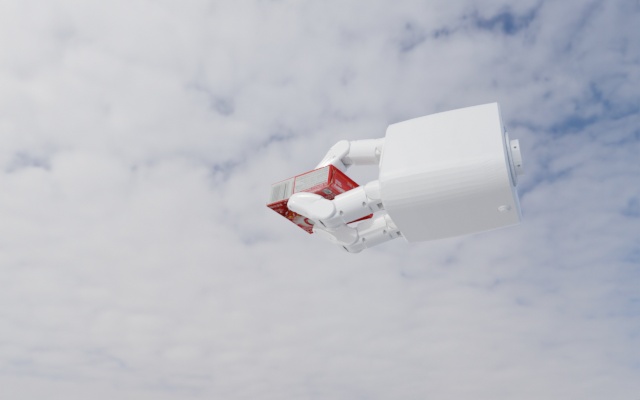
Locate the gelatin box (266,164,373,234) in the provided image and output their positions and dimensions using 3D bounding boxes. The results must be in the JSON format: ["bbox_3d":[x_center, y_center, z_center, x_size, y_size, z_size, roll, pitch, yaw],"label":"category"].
[{"bbox_3d":[0.000,0.001,0.502,0.089,0.030,0.073,-16,-37,37],"label":"gelatin box"}]
